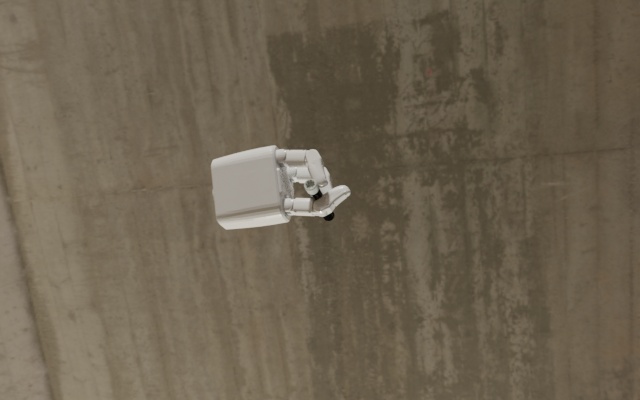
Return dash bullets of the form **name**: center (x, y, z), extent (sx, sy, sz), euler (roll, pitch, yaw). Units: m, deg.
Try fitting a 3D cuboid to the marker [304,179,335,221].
- **marker**: center (0.000, 0.002, 0.730), extent (0.020, 0.020, 0.121), euler (0, -24, 16)
